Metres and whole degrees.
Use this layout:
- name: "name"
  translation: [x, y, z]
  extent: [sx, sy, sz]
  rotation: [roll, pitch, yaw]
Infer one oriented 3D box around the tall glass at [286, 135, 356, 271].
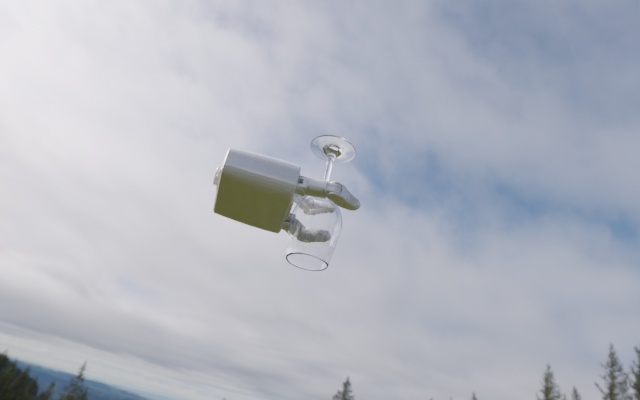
- name: "tall glass"
  translation: [0.000, 0.002, 0.722]
  extent: [0.079, 0.201, 0.079]
  rotation: [10, -28, 5]
